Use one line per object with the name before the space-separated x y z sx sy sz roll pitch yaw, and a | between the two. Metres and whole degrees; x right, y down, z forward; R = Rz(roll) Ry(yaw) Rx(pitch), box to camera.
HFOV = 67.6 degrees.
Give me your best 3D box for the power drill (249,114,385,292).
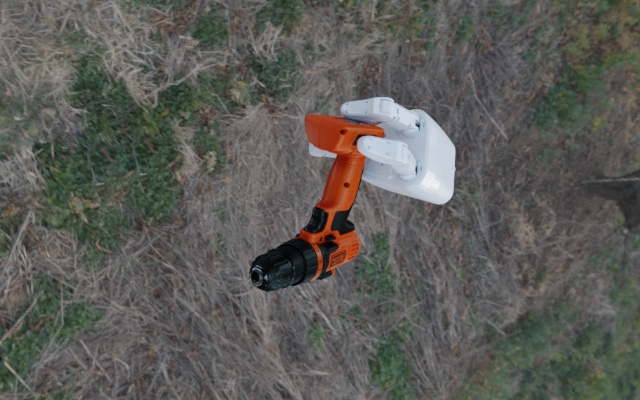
power drill | 0.000 0.001 0.530 0.057 0.188 0.184 23 19 27
